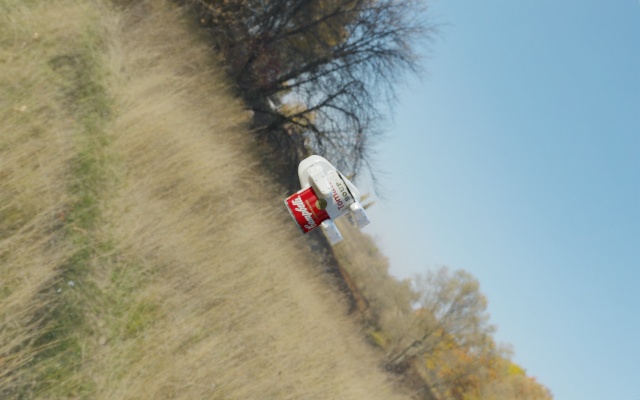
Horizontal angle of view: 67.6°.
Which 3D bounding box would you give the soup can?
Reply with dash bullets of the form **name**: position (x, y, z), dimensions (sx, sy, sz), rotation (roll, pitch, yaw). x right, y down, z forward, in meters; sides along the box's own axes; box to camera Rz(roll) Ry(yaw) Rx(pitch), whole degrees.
- **soup can**: position (0.000, 0.002, 0.795), dimensions (0.102, 0.068, 0.068), rotation (-30, 0, 1)
